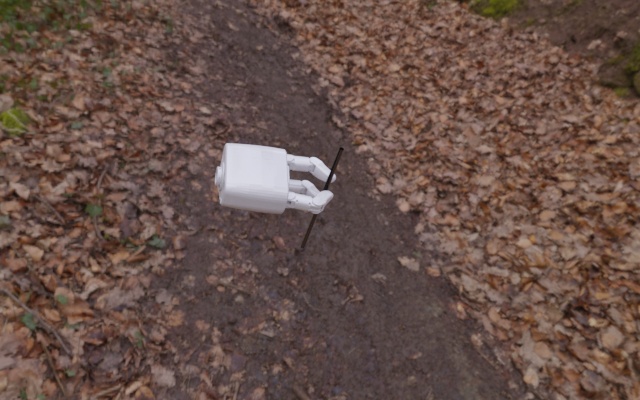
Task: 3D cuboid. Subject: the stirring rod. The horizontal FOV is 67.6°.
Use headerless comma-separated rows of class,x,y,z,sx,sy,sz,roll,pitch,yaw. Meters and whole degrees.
stirring rod,0.000,0.003,0.869,0.011,0.240,0.011,13,38,-11
